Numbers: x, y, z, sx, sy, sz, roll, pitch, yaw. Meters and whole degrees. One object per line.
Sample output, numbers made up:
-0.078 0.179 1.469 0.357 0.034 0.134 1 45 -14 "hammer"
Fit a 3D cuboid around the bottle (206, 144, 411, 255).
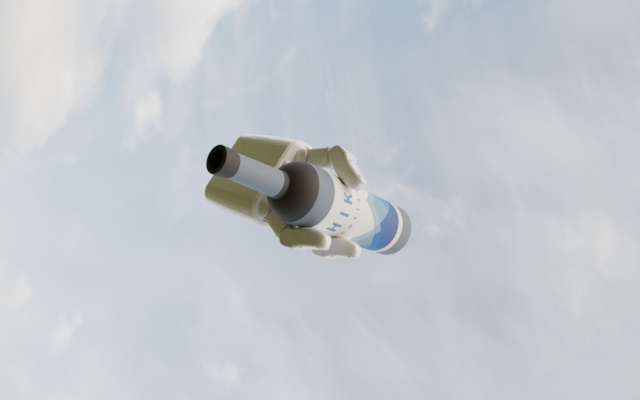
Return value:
0.000 0.002 0.522 0.069 0.069 0.296 0 -15 40 "bottle"
